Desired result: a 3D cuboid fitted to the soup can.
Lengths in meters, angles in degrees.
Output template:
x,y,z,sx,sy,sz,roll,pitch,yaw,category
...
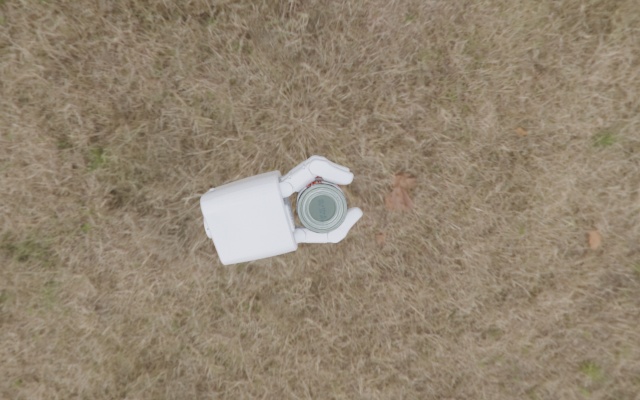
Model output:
x,y,z,sx,sy,sz,roll,pitch,yaw,category
0.001,0.002,0.659,0.068,0.068,0.102,0,10,-2,soup can
